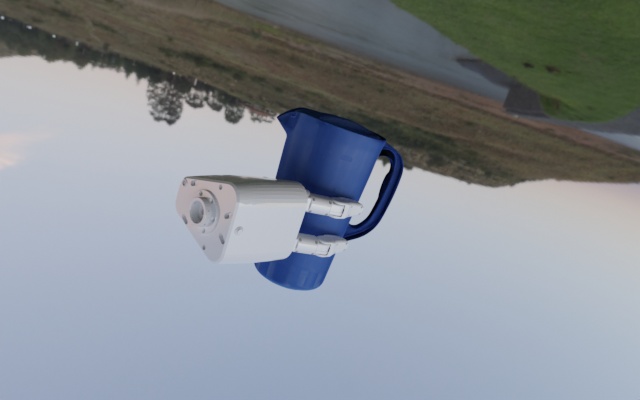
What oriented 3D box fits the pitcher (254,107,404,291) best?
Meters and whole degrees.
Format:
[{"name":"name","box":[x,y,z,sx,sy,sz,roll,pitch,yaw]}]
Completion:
[{"name":"pitcher","box":[0.000,0.002,0.675,0.149,0.243,0.145,29,18,33]}]
